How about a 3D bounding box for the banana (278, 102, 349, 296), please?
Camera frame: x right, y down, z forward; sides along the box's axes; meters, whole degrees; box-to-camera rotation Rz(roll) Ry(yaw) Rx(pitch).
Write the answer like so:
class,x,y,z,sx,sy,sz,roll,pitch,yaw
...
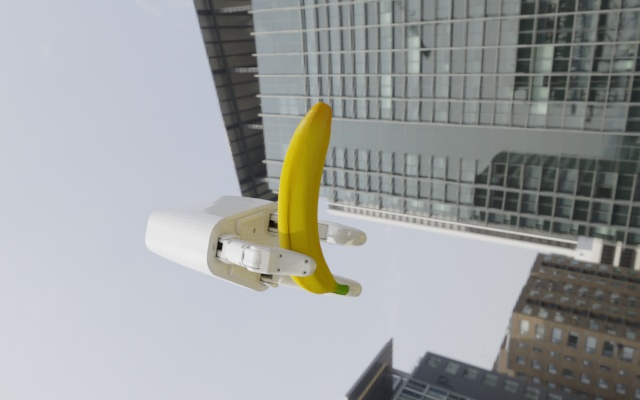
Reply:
class,x,y,z,sx,sy,sz,roll,pitch,yaw
banana,-0.011,0.010,0.451,0.037,0.198,0.069,9,22,38
